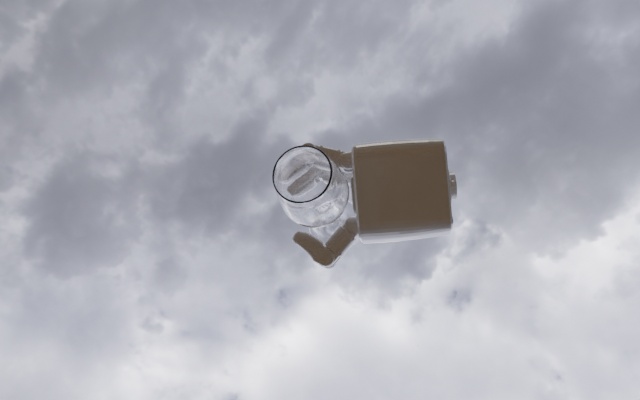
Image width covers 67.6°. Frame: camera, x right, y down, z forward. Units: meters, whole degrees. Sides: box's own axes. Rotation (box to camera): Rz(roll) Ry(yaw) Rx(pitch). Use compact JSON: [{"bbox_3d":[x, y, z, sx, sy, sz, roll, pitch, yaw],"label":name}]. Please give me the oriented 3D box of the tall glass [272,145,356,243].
[{"bbox_3d":[0.000,0.002,0.566,0.079,0.079,0.201,0,-17,12],"label":"tall glass"}]
